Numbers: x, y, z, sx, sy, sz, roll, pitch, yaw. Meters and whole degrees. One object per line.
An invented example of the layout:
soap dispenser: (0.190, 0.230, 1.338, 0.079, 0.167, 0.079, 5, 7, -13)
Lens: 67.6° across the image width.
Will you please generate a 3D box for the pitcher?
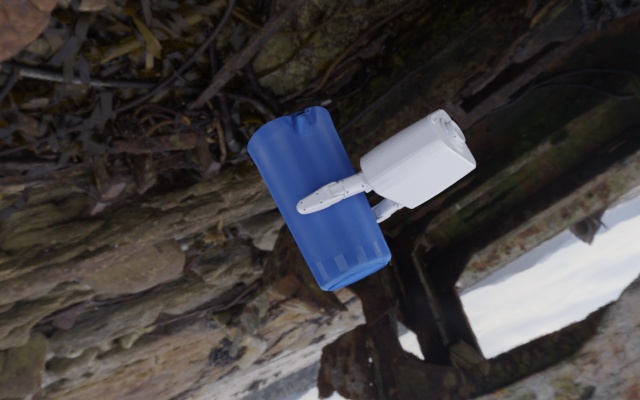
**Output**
pitcher: (0.000, 0.002, 0.690, 0.145, 0.242, 0.149, -33, -17, 27)
